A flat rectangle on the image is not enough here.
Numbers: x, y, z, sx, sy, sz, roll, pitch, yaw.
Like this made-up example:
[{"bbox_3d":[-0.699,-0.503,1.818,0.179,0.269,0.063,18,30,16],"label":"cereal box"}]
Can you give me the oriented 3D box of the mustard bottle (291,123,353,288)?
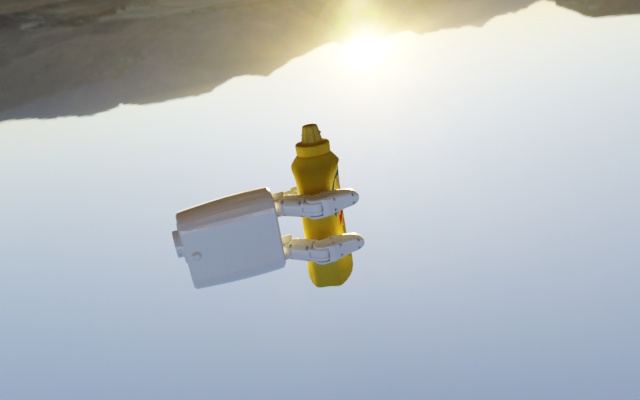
[{"bbox_3d":[0.000,0.002,0.582,0.058,0.192,0.096,-6,20,9],"label":"mustard bottle"}]
